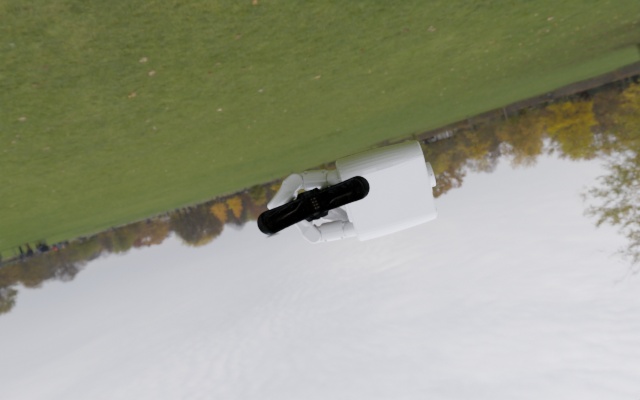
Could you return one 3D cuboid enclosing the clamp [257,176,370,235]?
[{"bbox_3d":[0.000,0.002,0.551,0.120,0.039,0.171,-15,3,7],"label":"clamp"}]
